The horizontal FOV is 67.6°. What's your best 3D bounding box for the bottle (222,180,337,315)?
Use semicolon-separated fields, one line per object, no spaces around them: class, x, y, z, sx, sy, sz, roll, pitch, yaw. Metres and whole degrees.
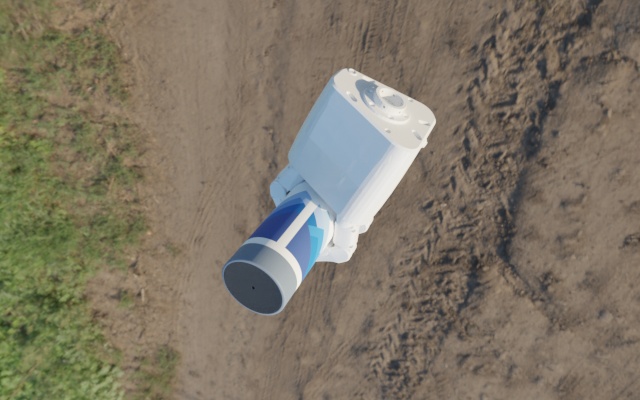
bottle;0.000;0.002;0.540;0.069;0.069;0.295;0;32;30
